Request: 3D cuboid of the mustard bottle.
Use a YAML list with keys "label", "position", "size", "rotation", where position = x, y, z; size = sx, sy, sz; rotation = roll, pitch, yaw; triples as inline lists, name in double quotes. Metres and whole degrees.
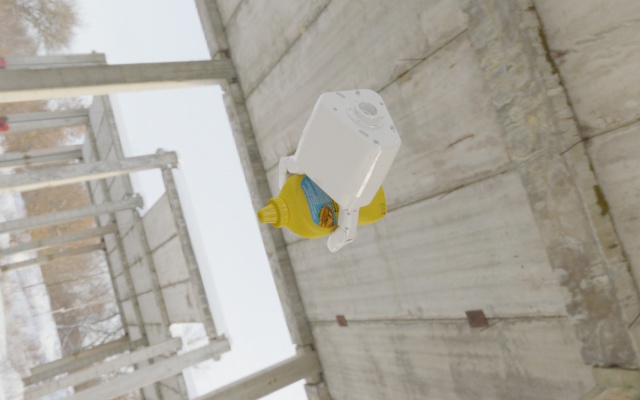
- label: "mustard bottle"
  position: [0.000, 0.002, 0.677]
  size: [0.191, 0.096, 0.058]
  rotation: [-13, -9, -32]
